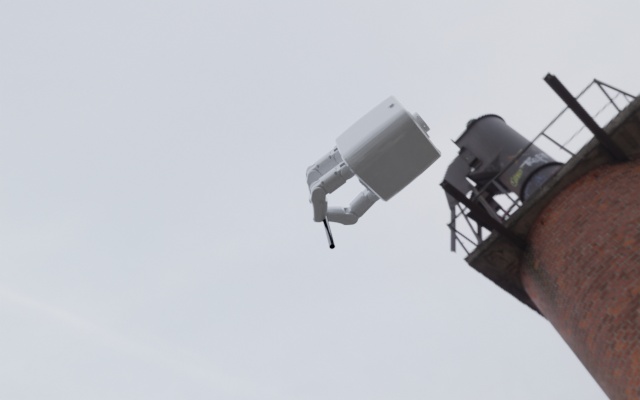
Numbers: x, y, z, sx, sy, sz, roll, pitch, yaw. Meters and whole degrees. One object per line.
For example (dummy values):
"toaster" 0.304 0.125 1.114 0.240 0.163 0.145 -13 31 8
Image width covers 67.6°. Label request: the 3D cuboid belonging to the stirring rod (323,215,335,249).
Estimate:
"stirring rod" 0.000 0.002 0.725 0.011 0.011 0.239 0 29 -8
